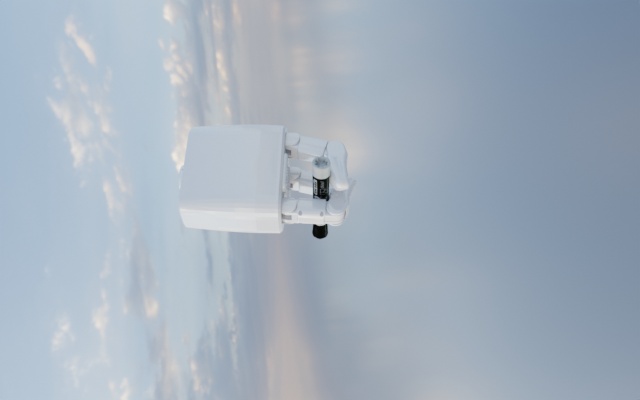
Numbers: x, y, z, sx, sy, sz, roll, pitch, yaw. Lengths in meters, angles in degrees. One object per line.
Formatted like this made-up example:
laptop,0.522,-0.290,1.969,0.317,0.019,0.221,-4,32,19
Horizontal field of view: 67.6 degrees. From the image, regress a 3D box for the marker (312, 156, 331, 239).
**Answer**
marker,0.000,0.002,0.520,0.020,0.020,0.121,0,-41,-1
